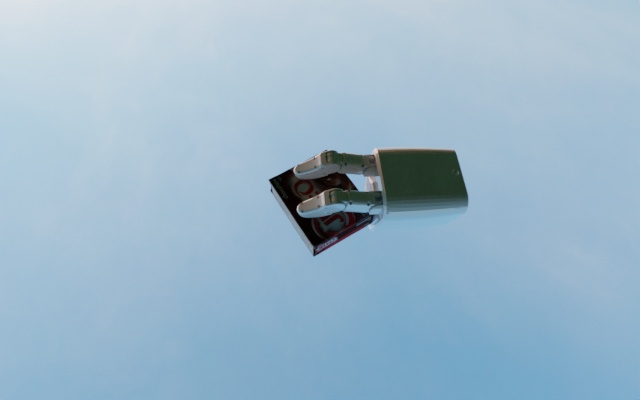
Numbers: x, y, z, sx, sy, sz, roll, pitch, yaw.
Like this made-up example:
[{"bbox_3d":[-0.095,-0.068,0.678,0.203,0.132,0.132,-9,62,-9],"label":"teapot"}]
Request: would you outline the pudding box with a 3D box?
[{"bbox_3d":[0.000,0.002,0.608,0.090,0.113,0.039,-29,-26,-17],"label":"pudding box"}]
